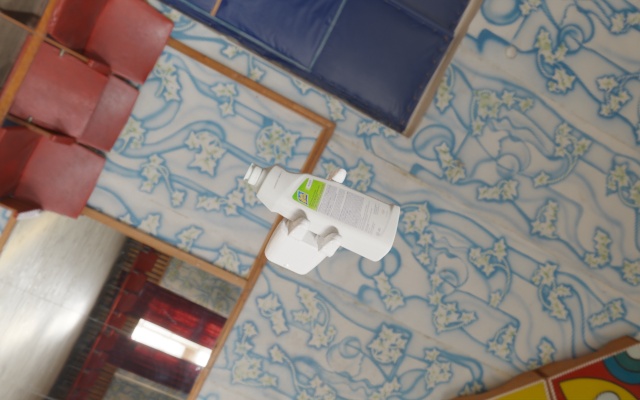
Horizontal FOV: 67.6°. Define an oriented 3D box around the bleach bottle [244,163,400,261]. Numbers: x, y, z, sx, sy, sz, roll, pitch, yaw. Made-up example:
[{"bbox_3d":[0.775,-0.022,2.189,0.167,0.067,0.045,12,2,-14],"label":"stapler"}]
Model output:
[{"bbox_3d":[0.000,0.003,0.765,0.251,0.102,0.068,26,-39,-9],"label":"bleach bottle"}]
